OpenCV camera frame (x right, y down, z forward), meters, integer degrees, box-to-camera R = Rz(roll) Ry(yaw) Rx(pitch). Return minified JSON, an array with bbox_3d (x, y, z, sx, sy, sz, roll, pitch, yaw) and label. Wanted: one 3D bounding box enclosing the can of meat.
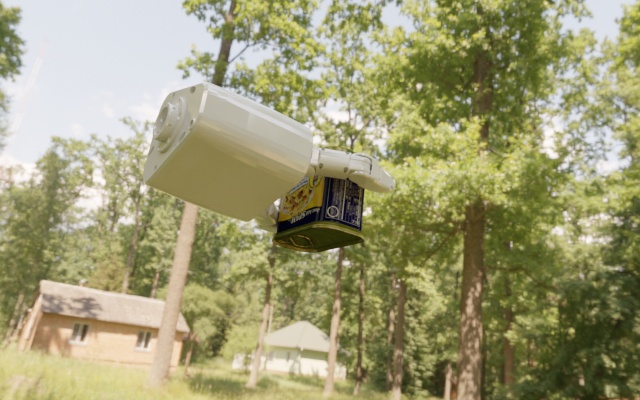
[{"bbox_3d":[0.000,0.001,0.482,0.057,0.084,0.102,19,-24,-32],"label":"can of meat"}]
